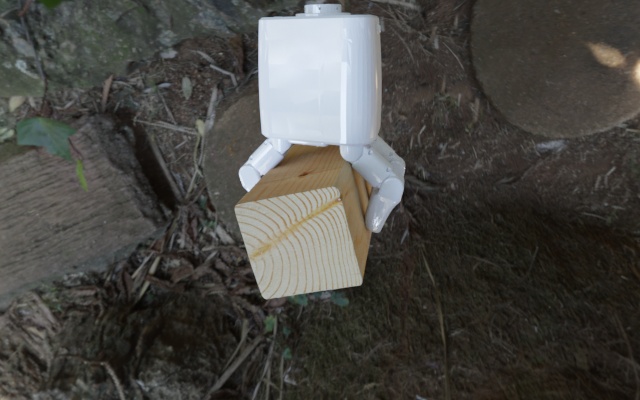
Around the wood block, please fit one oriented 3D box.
[{"bbox_3d":[0.000,0.001,0.479,0.091,0.090,0.206,-10,18,15],"label":"wood block"}]
